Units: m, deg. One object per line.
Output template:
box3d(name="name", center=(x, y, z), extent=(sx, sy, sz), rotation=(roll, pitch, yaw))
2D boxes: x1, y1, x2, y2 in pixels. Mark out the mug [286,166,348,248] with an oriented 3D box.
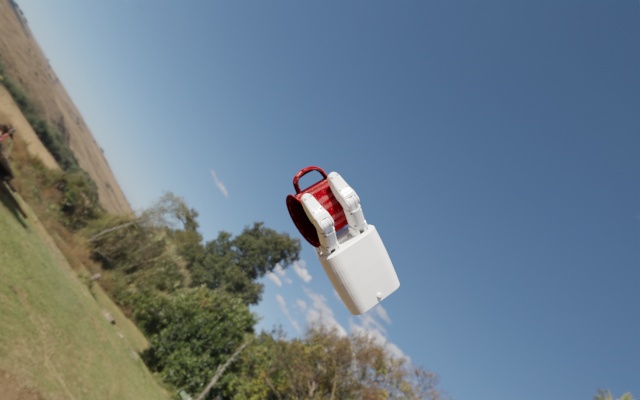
box3d(name="mug", center=(0.000, 0.001, 0.737), extent=(0.081, 0.117, 0.093), rotation=(-31, 13, -20))
